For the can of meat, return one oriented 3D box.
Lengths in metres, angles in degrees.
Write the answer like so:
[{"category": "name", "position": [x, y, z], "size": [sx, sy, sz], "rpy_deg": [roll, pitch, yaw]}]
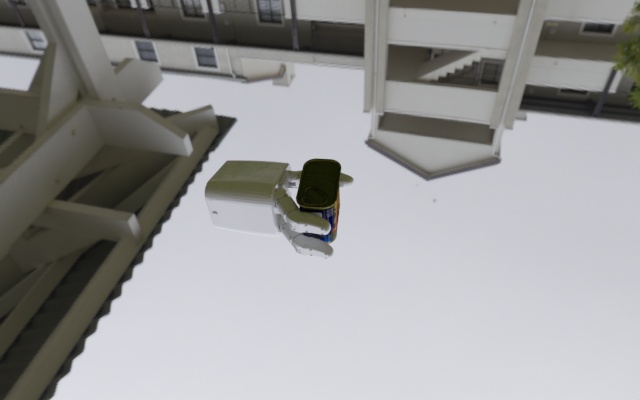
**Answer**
[{"category": "can of meat", "position": [0.000, 0.002, 0.708], "size": [0.057, 0.102, 0.084], "rpy_deg": [3, -44, 7]}]
